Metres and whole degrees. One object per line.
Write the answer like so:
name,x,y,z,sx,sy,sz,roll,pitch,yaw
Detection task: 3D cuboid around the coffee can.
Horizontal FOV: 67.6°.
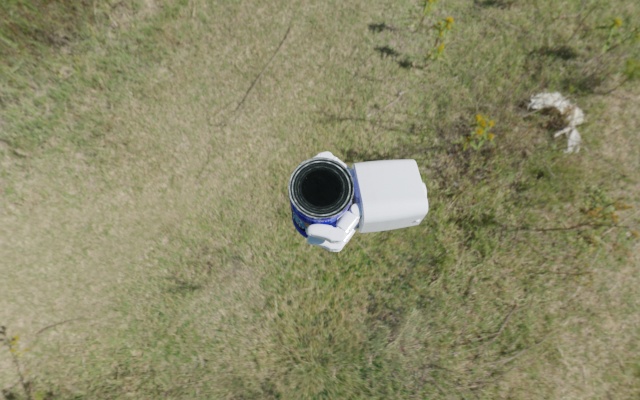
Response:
coffee can,0.000,0.003,0.800,0.103,0.102,0.140,0,-19,-1
